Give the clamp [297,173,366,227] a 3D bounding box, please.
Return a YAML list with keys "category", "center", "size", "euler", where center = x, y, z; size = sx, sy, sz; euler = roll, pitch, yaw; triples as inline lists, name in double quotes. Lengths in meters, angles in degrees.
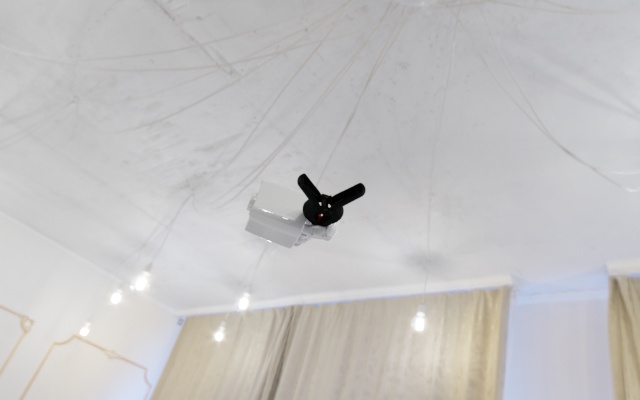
- category: "clamp"
  center: [0.000, 0.002, 0.890]
  size: [0.120, 0.039, 0.171]
  euler: [19, -34, -9]
